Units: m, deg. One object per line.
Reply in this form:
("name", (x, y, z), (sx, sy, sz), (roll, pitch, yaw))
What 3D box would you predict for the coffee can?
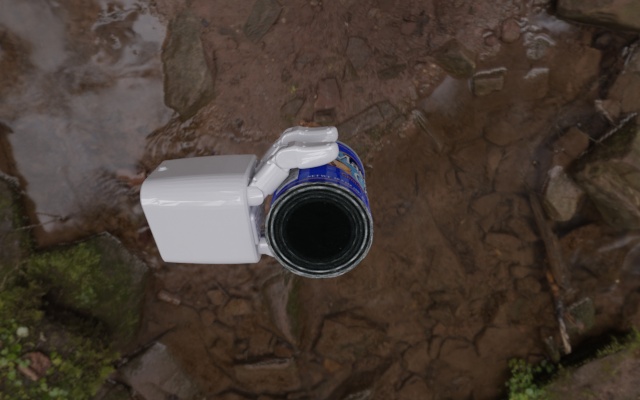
("coffee can", (0.000, 0.002, 0.508), (0.103, 0.103, 0.140), (0, 24, 1))
